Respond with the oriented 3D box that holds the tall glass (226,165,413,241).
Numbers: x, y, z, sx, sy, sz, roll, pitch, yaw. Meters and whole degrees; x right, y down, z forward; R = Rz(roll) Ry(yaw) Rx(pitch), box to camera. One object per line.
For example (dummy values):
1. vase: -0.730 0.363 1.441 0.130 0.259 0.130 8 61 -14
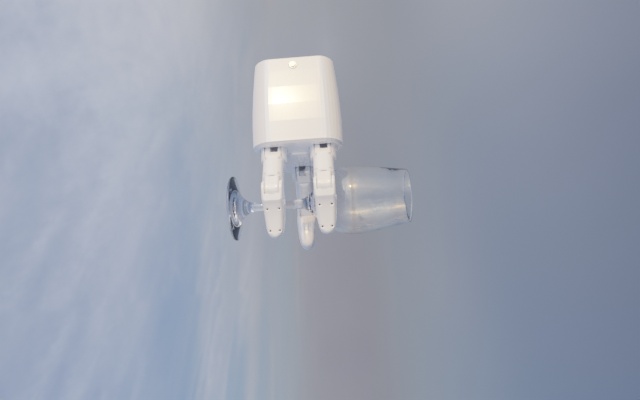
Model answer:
1. tall glass: -0.001 0.002 0.546 0.201 0.079 0.079 -4 0 2
